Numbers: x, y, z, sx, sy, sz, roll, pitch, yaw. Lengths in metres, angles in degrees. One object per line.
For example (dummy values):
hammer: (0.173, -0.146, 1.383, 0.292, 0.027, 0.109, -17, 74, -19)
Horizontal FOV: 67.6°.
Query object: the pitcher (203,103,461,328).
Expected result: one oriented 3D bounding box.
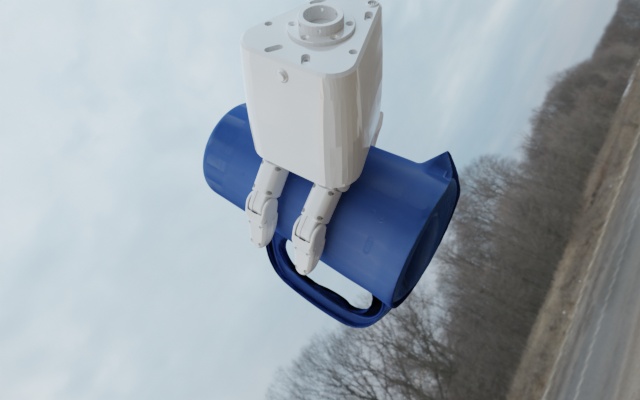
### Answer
pitcher: (0.000, 0.001, 0.478, 0.243, 0.149, 0.145, 27, -33, 23)
